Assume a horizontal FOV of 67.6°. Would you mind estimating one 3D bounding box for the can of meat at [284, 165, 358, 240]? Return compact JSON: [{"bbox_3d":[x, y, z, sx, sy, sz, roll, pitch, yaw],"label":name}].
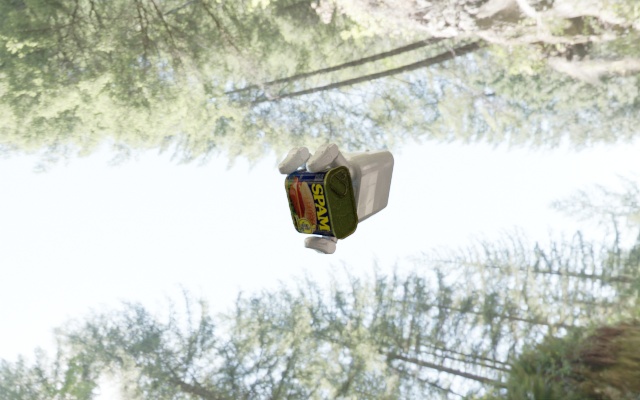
[{"bbox_3d":[0.000,0.002,0.692,0.084,0.102,0.057,2,20,41],"label":"can of meat"}]
